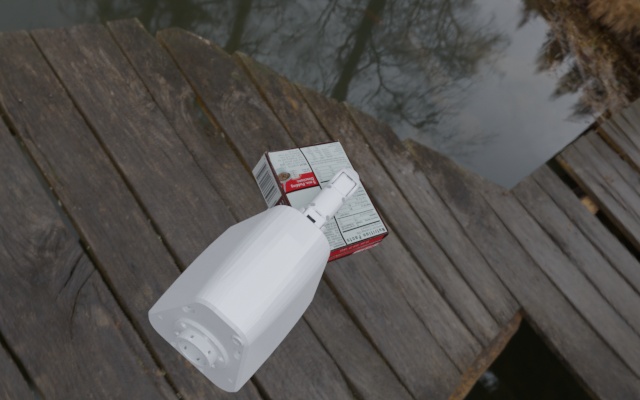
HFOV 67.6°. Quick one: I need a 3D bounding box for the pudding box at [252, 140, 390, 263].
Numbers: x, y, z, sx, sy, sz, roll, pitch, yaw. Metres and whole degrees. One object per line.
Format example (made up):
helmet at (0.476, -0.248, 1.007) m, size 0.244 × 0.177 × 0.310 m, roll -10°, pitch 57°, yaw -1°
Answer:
pudding box at (0.000, 0.001, 0.450) m, size 0.090 × 0.113 × 0.039 m, roll -13°, pitch -21°, yaw -34°
